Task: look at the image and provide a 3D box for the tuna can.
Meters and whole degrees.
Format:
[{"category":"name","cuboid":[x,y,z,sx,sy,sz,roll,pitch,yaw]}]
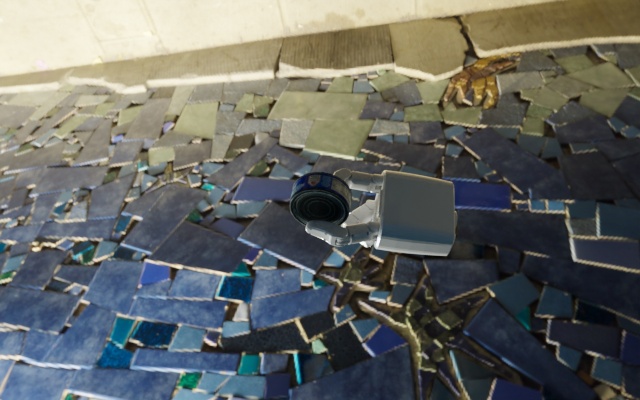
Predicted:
[{"category":"tuna can","cuboid":[0.000,0.003,0.667,0.086,0.033,0.086,6,-43,6]}]
